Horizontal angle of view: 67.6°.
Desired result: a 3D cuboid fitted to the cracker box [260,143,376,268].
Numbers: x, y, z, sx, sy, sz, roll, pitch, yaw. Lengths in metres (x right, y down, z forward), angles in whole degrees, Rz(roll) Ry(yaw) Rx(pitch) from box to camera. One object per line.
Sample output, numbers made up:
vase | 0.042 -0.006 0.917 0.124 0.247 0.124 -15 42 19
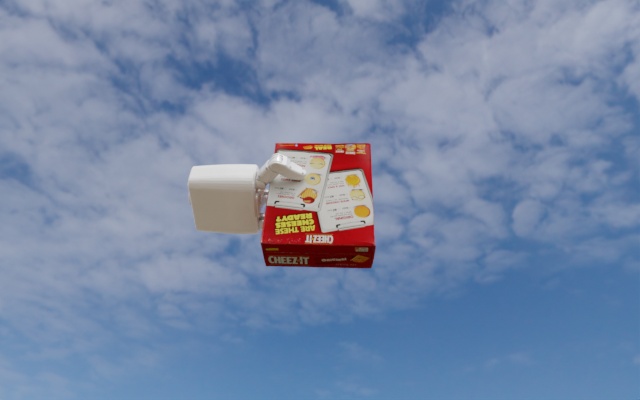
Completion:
cracker box | 0.000 0.002 0.759 0.164 0.213 0.072 1 -41 2
